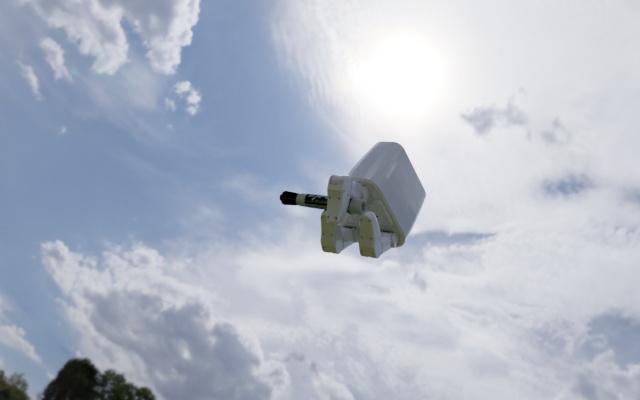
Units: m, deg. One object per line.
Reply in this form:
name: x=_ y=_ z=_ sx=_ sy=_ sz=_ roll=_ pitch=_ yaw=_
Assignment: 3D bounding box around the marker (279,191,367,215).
marker: x=0.000 y=0.002 z=0.600 sx=0.121 sy=0.020 sz=0.020 roll=6 pitch=3 yaw=30
